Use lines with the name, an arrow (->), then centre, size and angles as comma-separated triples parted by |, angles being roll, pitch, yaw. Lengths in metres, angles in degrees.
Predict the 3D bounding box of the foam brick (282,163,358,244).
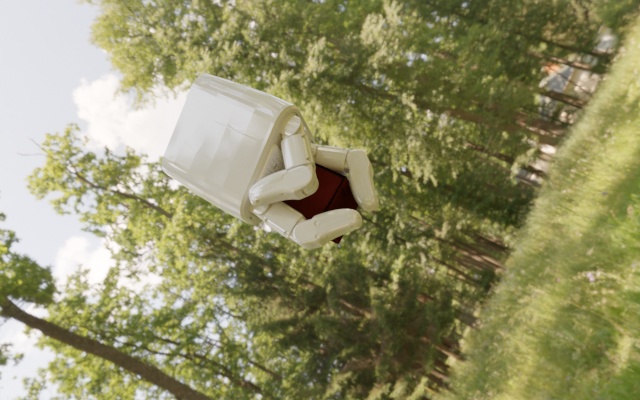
foam brick -> 0.000, 0.002, 0.474 | 0.051, 0.053, 0.078 | 24, -12, 22
